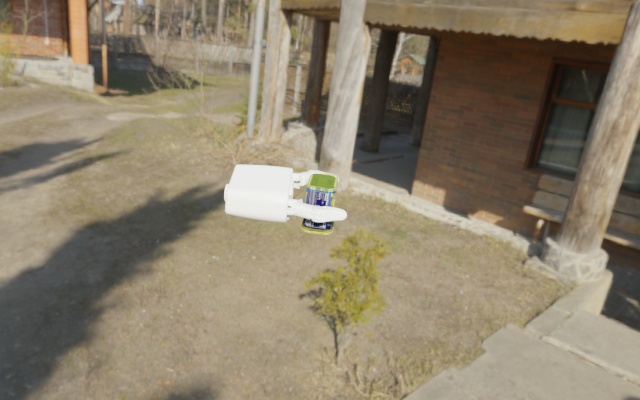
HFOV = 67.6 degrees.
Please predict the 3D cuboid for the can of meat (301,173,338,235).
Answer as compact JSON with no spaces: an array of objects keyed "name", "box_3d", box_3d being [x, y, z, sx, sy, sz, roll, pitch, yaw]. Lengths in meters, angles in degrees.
[{"name":"can of meat","box_3d":[0.000,0.003,0.860,0.057,0.084,0.102,7,18,2]}]
